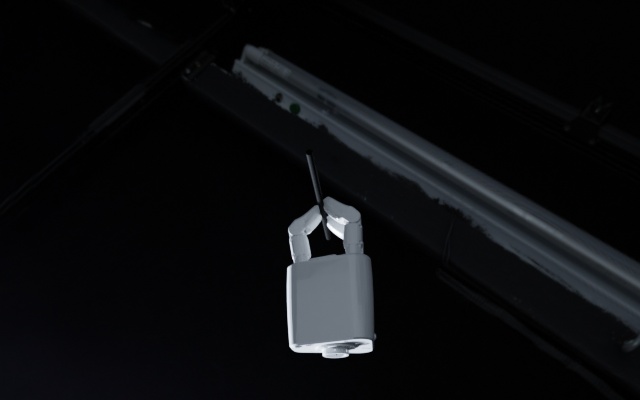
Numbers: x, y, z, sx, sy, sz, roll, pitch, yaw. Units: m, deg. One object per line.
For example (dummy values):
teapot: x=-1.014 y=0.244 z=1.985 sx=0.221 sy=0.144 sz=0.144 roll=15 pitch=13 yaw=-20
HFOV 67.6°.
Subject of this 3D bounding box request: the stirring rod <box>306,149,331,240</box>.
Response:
stirring rod: x=0.000 y=0.002 z=0.637 sx=0.011 sy=0.011 sz=0.240 roll=0 pitch=-28 yaw=7
